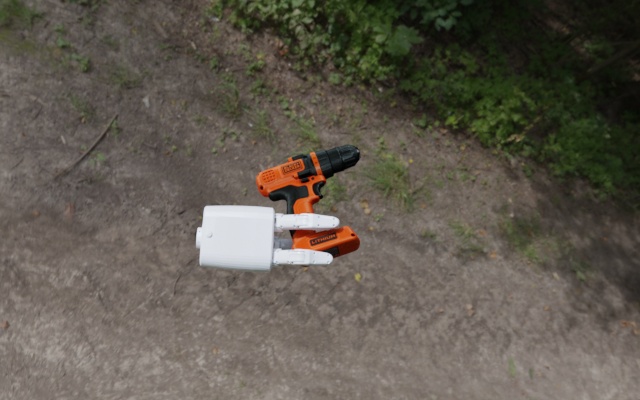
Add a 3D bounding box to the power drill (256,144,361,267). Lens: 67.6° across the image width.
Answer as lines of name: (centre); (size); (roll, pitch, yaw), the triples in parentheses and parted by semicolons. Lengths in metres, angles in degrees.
power drill: (0.000, 0.003, 0.783); (0.184, 0.187, 0.057); (-20, -31, 0)
